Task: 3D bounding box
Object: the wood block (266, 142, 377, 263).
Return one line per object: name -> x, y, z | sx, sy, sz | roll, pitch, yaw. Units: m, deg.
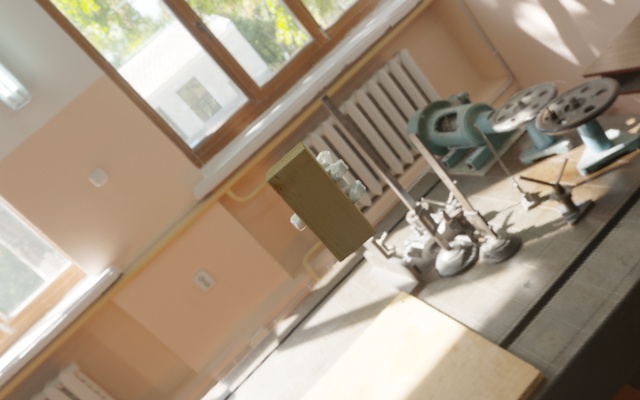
wood block -> 0.000, 0.003, 0.891 | 0.091, 0.206, 0.090 | -40, 16, 5
